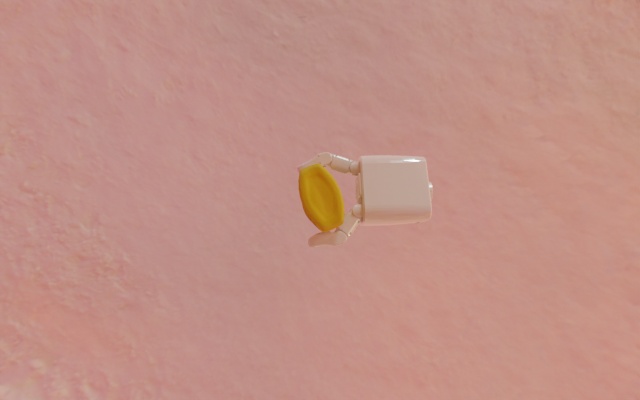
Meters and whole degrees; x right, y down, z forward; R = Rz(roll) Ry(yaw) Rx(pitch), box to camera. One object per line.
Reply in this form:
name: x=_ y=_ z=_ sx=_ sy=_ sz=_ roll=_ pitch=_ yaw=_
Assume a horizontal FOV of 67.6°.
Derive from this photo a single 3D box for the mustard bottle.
mustard bottle: x=0.000 y=0.003 z=0.764 sx=0.058 sy=0.096 sz=0.191 roll=-24 pitch=-4 yaw=-3
